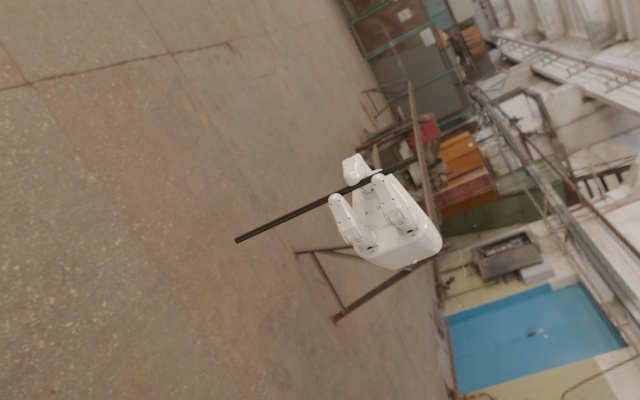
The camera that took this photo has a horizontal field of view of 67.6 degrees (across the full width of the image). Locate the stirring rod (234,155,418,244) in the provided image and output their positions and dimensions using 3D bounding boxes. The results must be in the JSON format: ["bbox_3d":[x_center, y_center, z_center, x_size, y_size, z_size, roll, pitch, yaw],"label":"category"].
[{"bbox_3d":[0.000,0.002,0.553,0.239,0.011,0.011,-25,-8,18],"label":"stirring rod"}]
